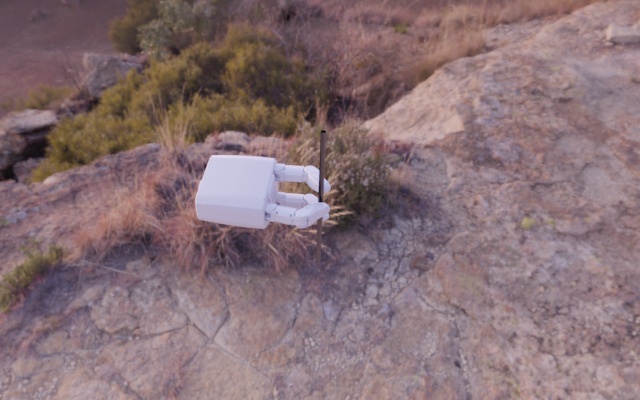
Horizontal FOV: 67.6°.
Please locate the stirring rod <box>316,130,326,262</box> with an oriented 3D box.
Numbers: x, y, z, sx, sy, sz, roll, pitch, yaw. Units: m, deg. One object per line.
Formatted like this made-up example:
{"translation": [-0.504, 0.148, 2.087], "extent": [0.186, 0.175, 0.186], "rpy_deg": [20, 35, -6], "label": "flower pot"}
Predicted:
{"translation": [0.000, 0.003, 0.732], "extent": [0.011, 0.240, 0.011], "rpy_deg": [2, 35, -1], "label": "stirring rod"}
